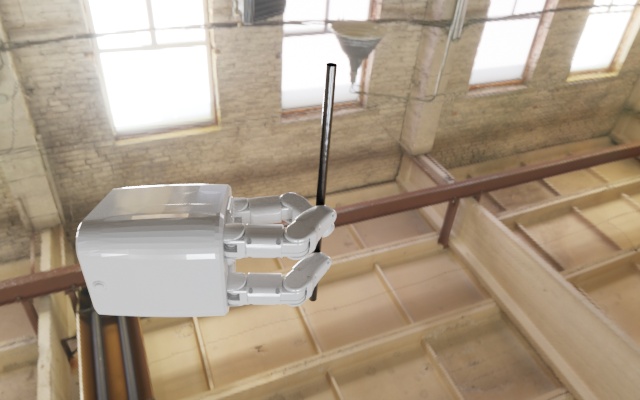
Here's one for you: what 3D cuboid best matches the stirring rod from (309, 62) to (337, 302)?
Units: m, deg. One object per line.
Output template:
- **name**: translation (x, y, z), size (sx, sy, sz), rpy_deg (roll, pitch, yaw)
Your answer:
- **stirring rod**: translation (0.000, 0.001, 0.406), size (0.011, 0.240, 0.011), rpy_deg (3, 36, -2)
